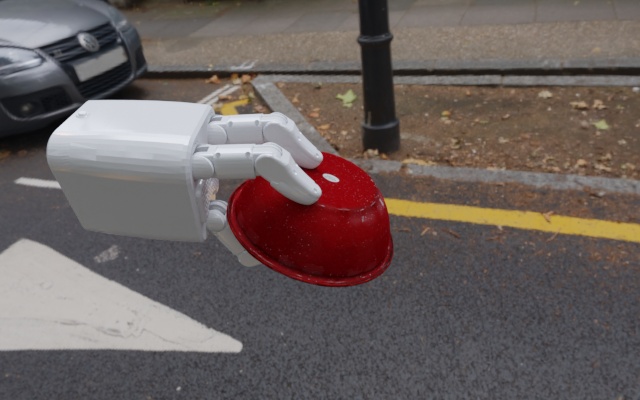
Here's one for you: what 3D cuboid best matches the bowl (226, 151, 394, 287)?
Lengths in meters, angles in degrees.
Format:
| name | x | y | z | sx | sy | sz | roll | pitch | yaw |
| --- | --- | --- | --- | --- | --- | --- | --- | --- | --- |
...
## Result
| name | x | y | z | sx | sy | sz | roll | pitch | yaw |
| --- | --- | --- | --- | --- | --- | --- | --- | --- | --- |
| bowl | 0.001 | 0.001 | 0.434 | 0.162 | 0.055 | 0.162 | 14 | 33 | -10 |
